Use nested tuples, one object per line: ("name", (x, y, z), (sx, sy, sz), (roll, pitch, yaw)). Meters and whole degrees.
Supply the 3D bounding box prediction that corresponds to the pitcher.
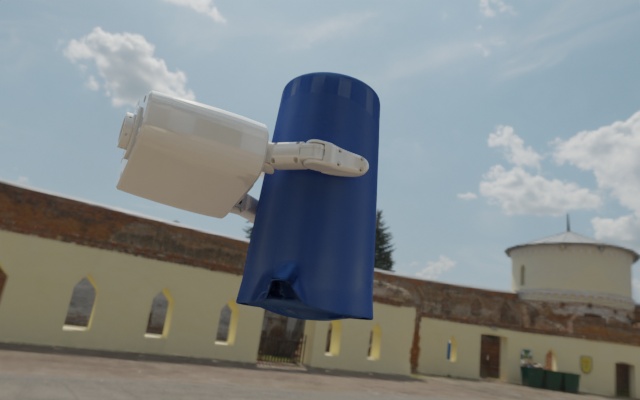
("pitcher", (0.000, 0.002, 0.502), (0.145, 0.242, 0.149), (15, -17, -26))
